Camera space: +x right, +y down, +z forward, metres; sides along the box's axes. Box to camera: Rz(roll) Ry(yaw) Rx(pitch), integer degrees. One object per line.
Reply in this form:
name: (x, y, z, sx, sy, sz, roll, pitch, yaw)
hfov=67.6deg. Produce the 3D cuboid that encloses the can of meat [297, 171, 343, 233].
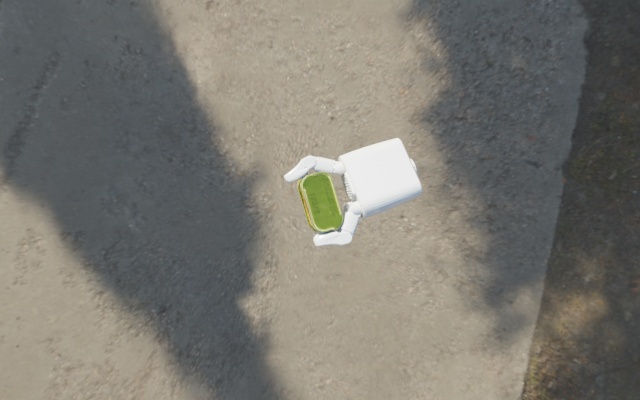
can of meat: (0.000, 0.003, 0.796, 0.057, 0.102, 0.084, -17, 2, -5)
